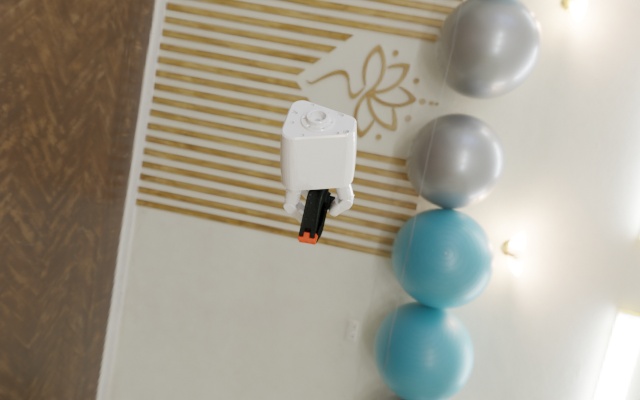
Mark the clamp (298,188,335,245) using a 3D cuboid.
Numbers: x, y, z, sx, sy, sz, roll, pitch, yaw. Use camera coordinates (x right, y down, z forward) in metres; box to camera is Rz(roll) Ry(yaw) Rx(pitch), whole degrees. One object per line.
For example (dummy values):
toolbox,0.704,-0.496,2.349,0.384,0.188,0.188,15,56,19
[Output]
clamp,0.001,0.003,0.826,0.036,0.209,0.165,7,-41,9
